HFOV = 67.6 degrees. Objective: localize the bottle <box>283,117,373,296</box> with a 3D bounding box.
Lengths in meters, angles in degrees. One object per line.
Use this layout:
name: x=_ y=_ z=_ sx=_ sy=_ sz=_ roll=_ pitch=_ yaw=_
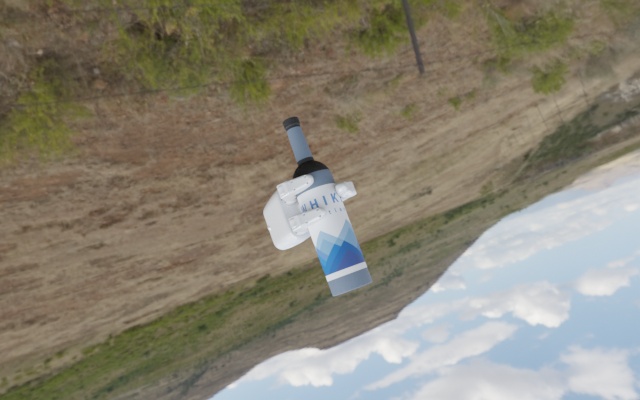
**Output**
bottle: x=0.000 y=0.003 z=0.770 sx=0.069 sy=0.295 sz=0.069 roll=-20 pitch=-9 yaw=-3
